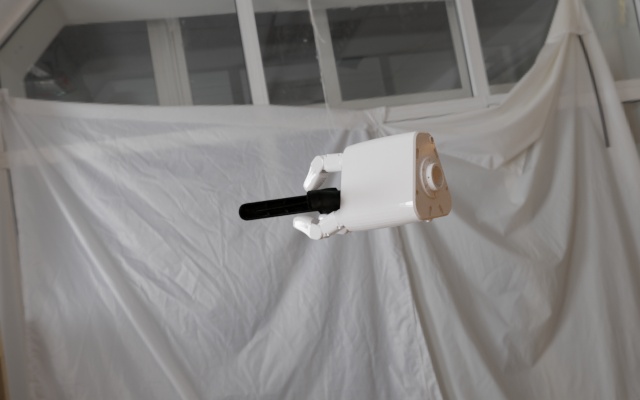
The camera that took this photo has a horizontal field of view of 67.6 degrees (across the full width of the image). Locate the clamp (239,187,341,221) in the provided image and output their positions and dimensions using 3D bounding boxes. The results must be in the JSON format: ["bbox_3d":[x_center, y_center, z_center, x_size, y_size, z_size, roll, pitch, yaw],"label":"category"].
[{"bbox_3d":[0.001,0.001,0.681,0.164,0.036,0.210,-8,-1,42],"label":"clamp"}]
